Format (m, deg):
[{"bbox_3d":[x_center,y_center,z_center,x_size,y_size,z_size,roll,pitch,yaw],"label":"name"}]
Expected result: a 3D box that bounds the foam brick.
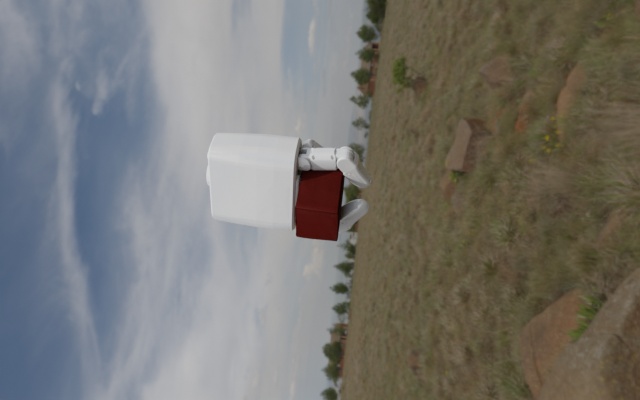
[{"bbox_3d":[0.000,0.002,0.569,0.051,0.078,0.053,6,-43,3],"label":"foam brick"}]
